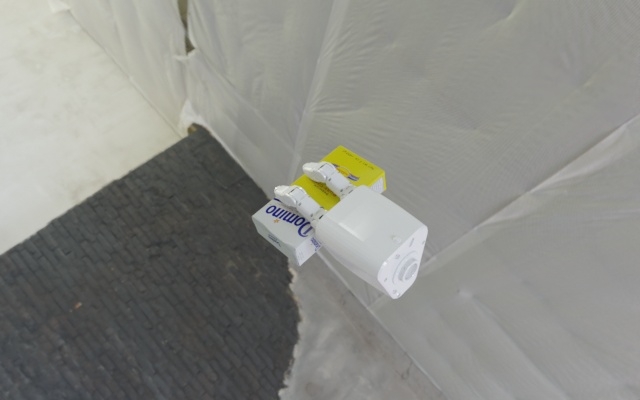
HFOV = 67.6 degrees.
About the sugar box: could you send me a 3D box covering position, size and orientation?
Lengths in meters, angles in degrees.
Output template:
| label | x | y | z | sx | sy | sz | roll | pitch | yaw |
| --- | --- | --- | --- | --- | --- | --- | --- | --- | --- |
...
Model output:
| label | x | y | z | sx | sy | sz | roll | pitch | yaw |
| --- | --- | --- | --- | --- | --- | --- | --- | --- | --- |
| sugar box | 0.000 | 0.002 | 0.674 | 0.176 | 0.048 | 0.093 | -39 | 52 | -23 |
